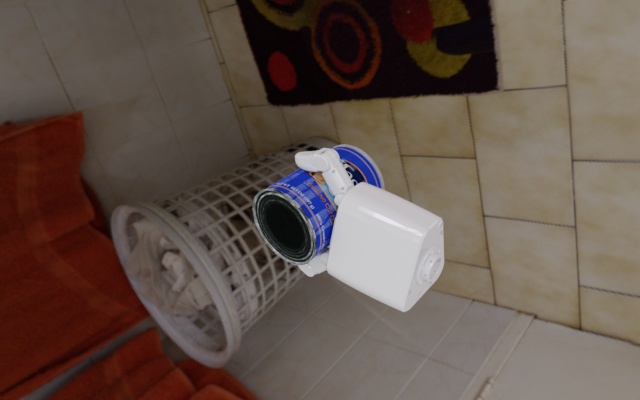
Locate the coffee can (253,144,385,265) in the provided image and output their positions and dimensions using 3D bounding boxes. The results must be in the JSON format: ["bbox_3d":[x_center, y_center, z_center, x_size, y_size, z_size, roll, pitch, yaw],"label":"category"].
[{"bbox_3d":[0.000,0.002,0.606,0.103,0.103,0.140,0,26,46],"label":"coffee can"}]
